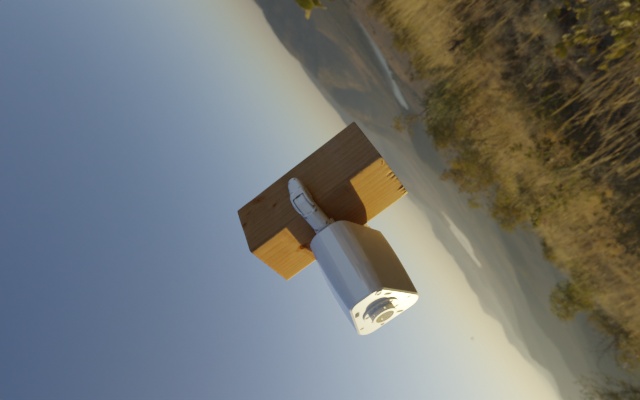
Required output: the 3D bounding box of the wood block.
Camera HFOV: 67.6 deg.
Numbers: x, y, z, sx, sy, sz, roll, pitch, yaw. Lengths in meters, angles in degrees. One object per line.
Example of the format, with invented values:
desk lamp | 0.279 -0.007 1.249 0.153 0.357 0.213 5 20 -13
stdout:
wood block | 0.000 0.002 0.655 0.091 0.206 0.090 47 10 -41
